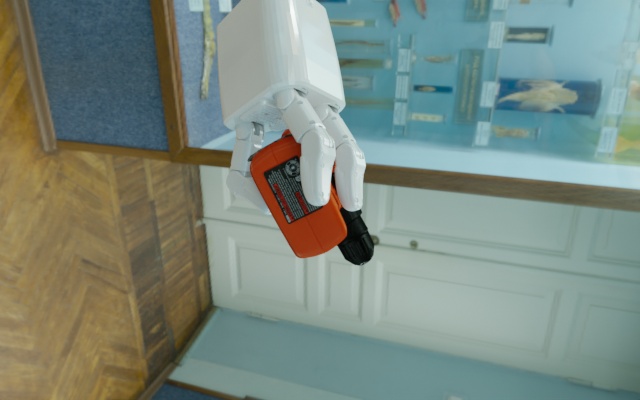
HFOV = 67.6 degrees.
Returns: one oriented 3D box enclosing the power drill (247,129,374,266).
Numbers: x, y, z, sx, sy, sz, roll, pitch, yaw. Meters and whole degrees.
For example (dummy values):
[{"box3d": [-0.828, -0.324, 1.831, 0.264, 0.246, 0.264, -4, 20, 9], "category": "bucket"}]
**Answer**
[{"box3d": [0.000, 0.001, 0.496, 0.057, 0.184, 0.187, -29, 2, 10], "category": "power drill"}]
